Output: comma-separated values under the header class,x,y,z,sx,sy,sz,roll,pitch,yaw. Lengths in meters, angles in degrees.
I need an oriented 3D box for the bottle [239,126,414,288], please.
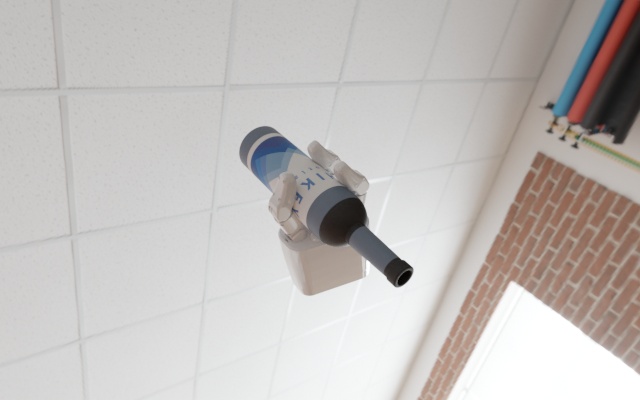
class,x,y,z,sx,sy,sz,roll,pitch,yaw
bottle,0.000,0.002,0.574,0.069,0.069,0.295,0,31,-42
